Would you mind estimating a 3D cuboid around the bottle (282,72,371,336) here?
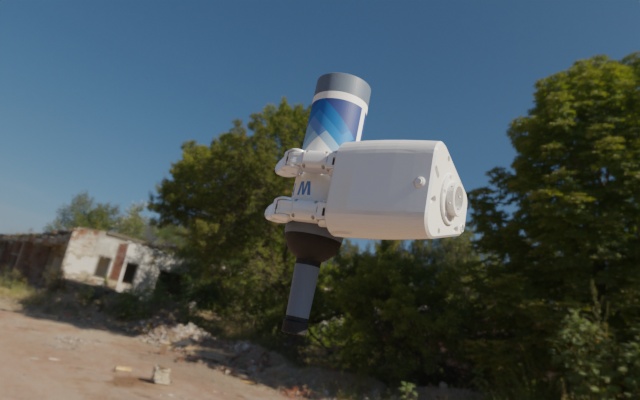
[{"bbox_3d":[0.000,0.002,0.543,0.069,0.295,0.069,11,-14,3],"label":"bottle"}]
